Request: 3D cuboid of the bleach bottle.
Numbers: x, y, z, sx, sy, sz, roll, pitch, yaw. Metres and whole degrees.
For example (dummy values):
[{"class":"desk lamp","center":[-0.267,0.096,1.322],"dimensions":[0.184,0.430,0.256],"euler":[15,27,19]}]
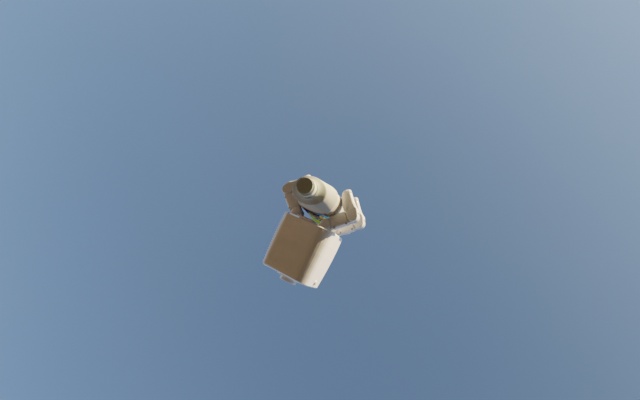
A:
[{"class":"bleach bottle","center":[0.000,0.003,0.889],"dimensions":[0.102,0.068,0.251],"euler":[24,-7,20]}]
